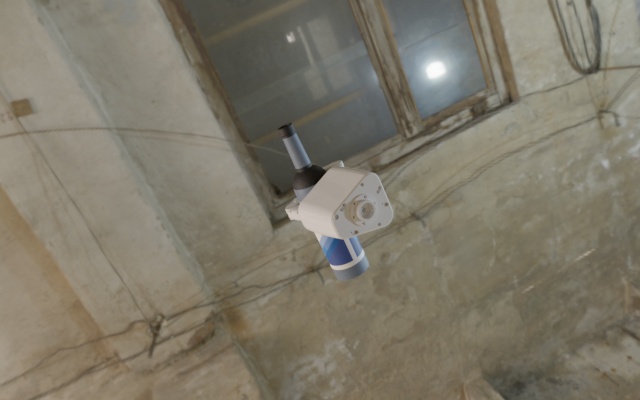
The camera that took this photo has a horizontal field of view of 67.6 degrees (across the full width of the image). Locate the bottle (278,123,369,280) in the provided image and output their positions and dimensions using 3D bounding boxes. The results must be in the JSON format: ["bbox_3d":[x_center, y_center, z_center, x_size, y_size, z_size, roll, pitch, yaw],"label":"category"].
[{"bbox_3d":[0.000,0.003,0.838,0.069,0.296,0.069,-22,20,8],"label":"bottle"}]
